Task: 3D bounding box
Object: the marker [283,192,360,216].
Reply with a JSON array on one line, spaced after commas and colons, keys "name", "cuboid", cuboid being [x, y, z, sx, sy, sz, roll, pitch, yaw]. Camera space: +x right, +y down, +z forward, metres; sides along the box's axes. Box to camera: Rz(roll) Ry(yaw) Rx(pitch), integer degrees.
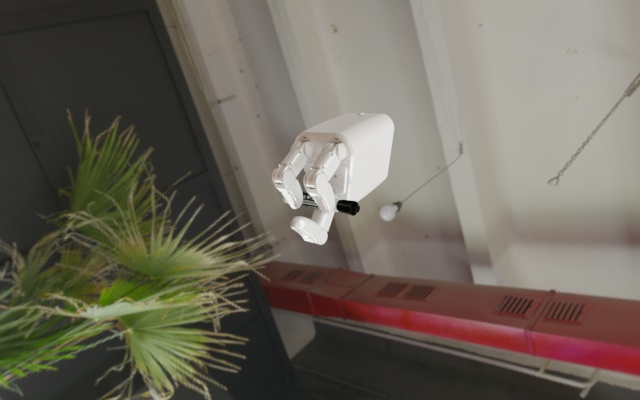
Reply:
[{"name": "marker", "cuboid": [0.000, 0.002, 0.620, 0.121, 0.020, 0.020, 10, 6, 40]}]
